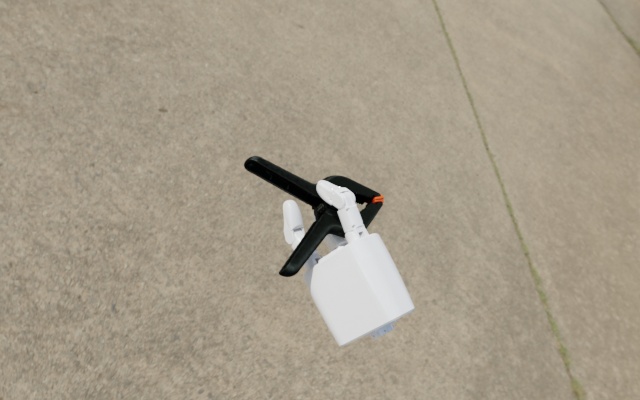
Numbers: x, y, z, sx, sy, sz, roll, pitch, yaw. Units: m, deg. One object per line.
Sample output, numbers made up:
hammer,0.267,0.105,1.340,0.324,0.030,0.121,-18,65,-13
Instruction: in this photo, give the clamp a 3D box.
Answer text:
clamp,0.001,0.002,0.652,0.210,0.164,0.036,-14,-17,-40
